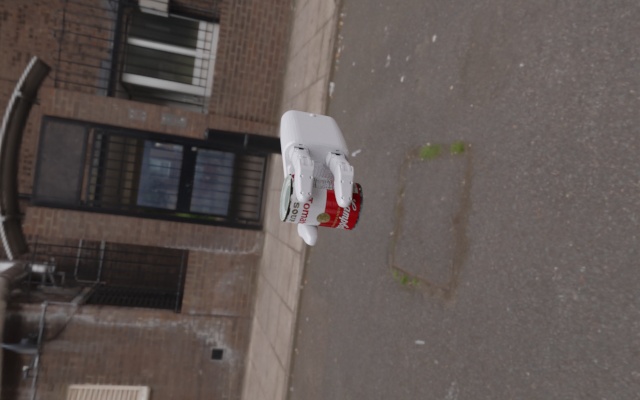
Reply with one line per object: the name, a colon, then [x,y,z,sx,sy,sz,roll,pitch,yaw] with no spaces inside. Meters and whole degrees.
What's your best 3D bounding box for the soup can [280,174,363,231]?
soup can: [0.000,0.003,0.662,0.102,0.068,0.068,8,-2,-15]
